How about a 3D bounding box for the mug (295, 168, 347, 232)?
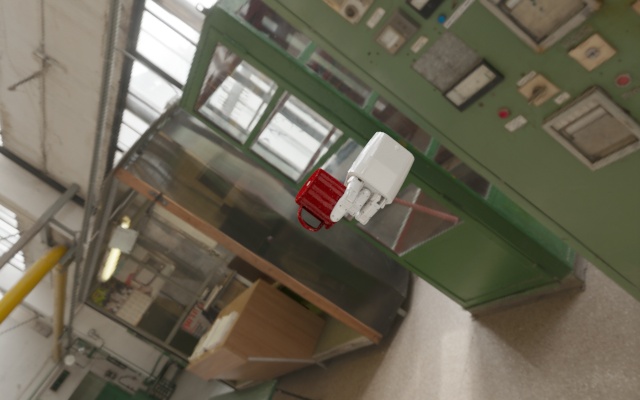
[{"bbox_3d":[-0.001,0.004,0.890,0.081,0.117,0.093,37,-20,-8],"label":"mug"}]
